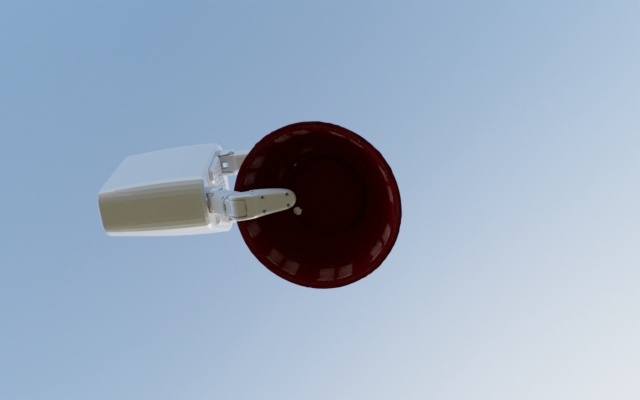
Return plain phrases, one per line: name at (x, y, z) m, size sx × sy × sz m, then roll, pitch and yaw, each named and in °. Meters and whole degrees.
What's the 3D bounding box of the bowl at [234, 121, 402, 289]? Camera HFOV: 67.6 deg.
bowl at (0.001, 0.002, 0.467) m, size 0.162 × 0.162 × 0.055 m, roll 0°, pitch 14°, yaw 14°
